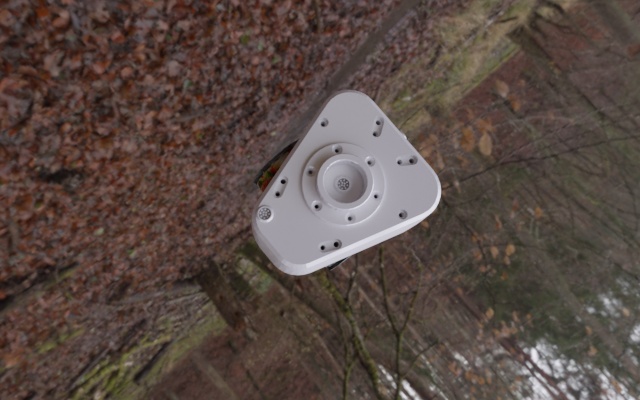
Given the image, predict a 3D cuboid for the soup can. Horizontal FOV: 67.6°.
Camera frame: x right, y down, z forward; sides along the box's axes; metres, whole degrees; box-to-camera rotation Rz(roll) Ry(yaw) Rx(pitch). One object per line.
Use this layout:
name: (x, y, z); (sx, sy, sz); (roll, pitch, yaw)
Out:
soup can: (0.000, 0.002, 0.419); (0.068, 0.102, 0.068); (-40, -4, -3)
